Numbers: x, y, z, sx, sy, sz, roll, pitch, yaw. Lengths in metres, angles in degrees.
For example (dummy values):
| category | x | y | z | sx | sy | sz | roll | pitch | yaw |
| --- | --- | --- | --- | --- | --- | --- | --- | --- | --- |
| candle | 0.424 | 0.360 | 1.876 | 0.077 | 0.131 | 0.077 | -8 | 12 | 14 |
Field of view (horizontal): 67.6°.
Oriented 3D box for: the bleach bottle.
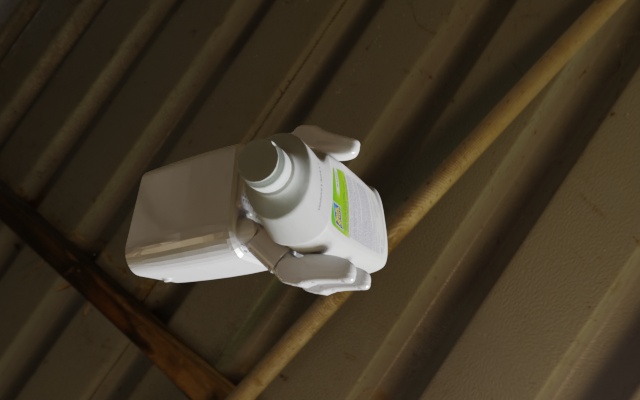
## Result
| category | x | y | z | sx | sy | sz | roll | pitch | yaw |
| --- | --- | --- | --- | --- | --- | --- | --- | --- | --- |
| bleach bottle | 0.000 | 0.001 | 0.408 | 0.068 | 0.102 | 0.251 | -13 | -20 | 15 |
